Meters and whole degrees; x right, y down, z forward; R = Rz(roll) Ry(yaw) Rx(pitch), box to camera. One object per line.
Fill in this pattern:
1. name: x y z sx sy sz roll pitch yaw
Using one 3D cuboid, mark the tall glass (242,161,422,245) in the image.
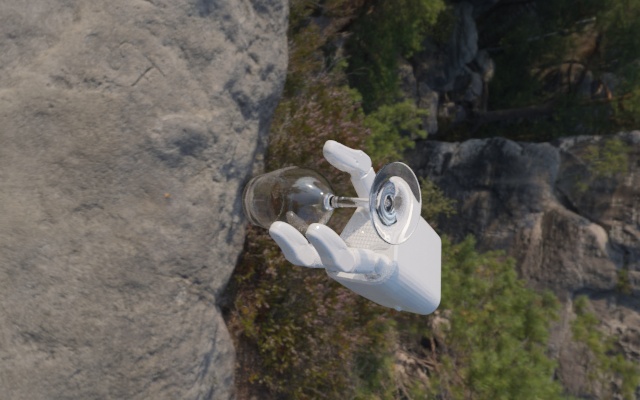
1. tall glass: 0.000 0.001 0.495 0.079 0.079 0.201 0 1 -44
